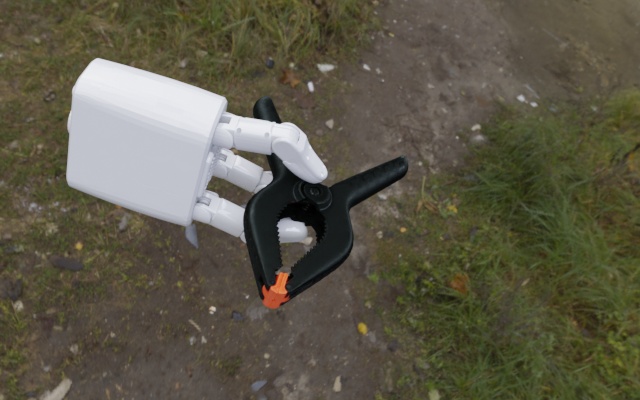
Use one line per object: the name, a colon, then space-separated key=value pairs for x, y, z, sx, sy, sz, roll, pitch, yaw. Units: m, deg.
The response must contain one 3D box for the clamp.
clamp: x=0.000 y=0.001 z=0.421 sx=0.164 sy=0.209 sz=0.036 roll=17 pitch=-40 yaw=-8
